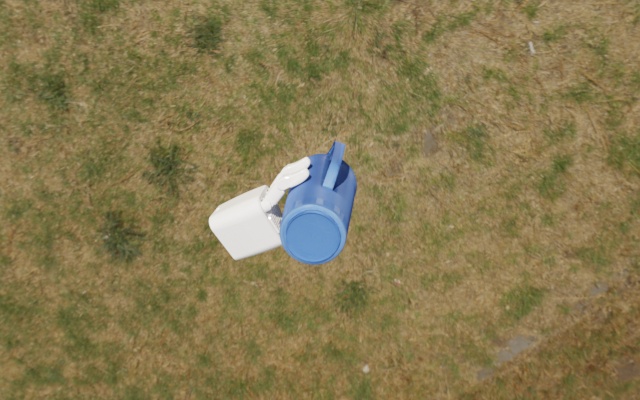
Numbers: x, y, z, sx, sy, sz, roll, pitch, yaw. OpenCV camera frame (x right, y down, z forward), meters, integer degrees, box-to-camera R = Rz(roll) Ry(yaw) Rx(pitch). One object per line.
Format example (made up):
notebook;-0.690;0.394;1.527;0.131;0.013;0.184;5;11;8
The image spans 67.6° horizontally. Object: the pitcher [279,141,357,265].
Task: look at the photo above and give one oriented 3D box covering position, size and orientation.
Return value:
pitcher;0.000;0.003;0.856;0.145;0.149;0.242;-22;19;13
